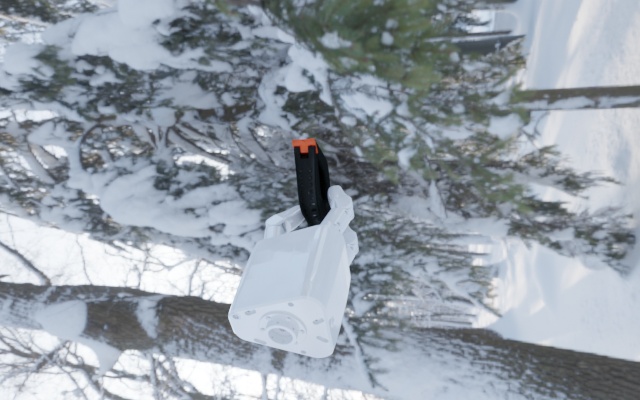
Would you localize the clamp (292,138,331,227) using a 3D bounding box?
[{"bbox_3d":[-0.001,0.002,0.633,0.036,0.210,0.164,-3,35,12],"label":"clamp"}]
